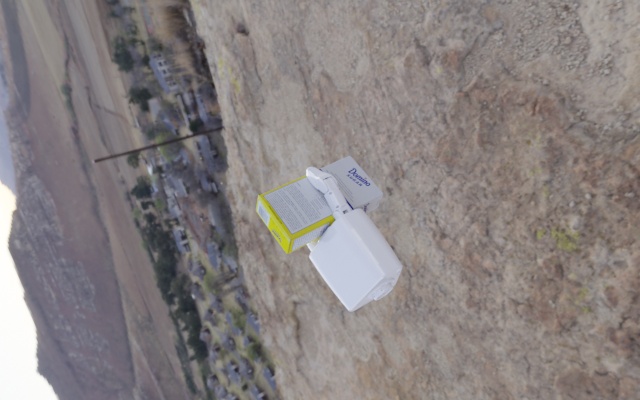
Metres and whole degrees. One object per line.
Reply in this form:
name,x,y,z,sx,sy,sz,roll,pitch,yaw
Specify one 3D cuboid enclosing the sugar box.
sugar box,0.000,0.003,0.733,0.176,0.093,0.048,-23,-29,-29
